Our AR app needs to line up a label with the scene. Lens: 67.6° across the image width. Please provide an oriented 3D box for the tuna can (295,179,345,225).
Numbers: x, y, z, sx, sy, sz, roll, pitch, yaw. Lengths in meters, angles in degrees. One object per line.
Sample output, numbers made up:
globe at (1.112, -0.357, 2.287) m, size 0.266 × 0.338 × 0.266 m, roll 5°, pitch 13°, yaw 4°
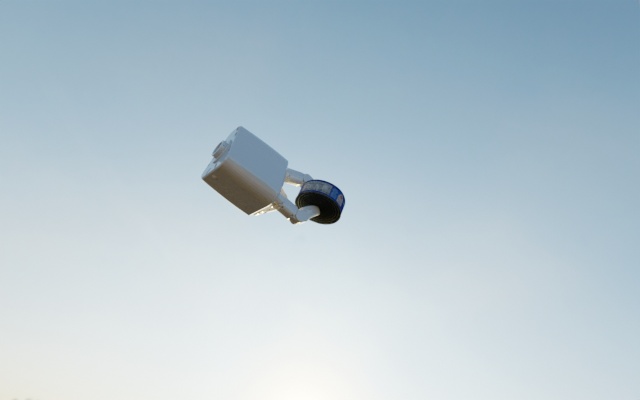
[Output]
tuna can at (0.000, 0.002, 0.847) m, size 0.086 × 0.033 × 0.086 m, roll 14°, pitch -38°, yaw 12°
